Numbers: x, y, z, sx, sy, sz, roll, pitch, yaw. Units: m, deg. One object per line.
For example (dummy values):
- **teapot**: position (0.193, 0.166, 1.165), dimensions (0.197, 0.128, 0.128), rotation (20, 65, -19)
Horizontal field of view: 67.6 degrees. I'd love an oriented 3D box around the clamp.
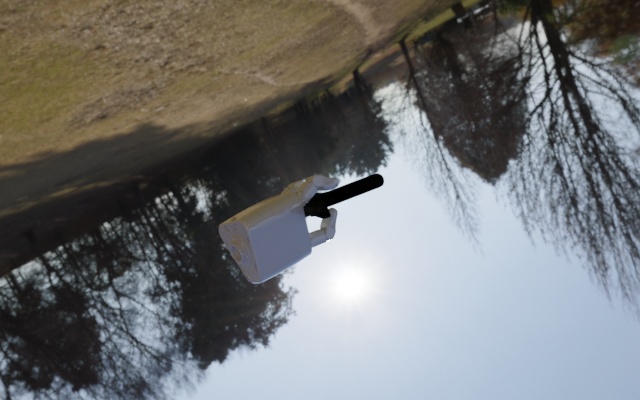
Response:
- **clamp**: position (0.000, 0.004, 0.832), dimensions (0.164, 0.036, 0.210), rotation (-26, 8, -38)
